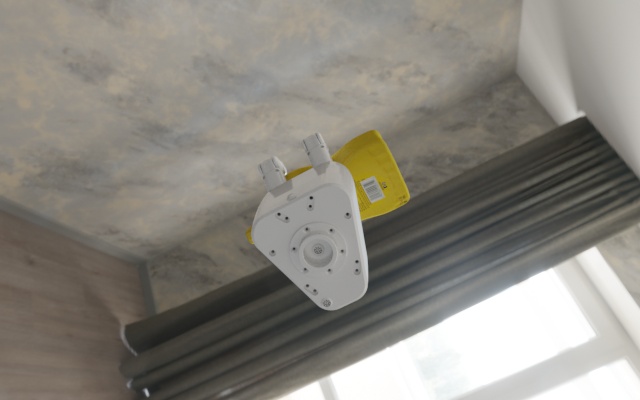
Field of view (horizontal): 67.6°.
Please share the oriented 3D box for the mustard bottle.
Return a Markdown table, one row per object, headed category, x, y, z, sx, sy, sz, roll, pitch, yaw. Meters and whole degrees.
| category | x | y | z | sx | sy | sz | roll | pitch | yaw |
| --- | --- | --- | --- | --- | --- | --- | --- | --- | --- |
| mustard bottle | 0.000 | 0.002 | 0.554 | 0.191 | 0.096 | 0.058 | -27 | 35 | 7 |
